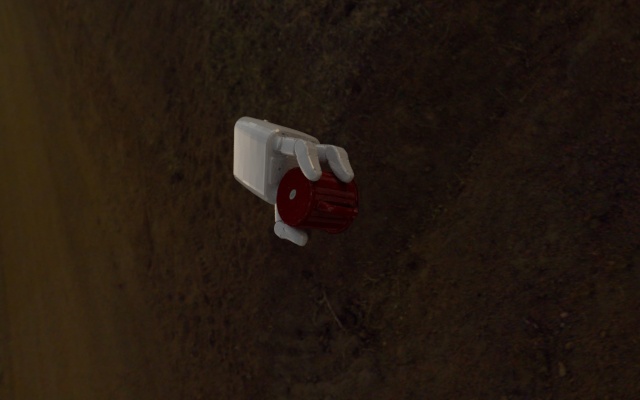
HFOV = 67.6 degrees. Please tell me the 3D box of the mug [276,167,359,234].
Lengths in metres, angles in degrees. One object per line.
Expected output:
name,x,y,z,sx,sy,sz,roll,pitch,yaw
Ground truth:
mug,0.001,0.003,0.650,0.081,0.093,0.117,8,13,-41
